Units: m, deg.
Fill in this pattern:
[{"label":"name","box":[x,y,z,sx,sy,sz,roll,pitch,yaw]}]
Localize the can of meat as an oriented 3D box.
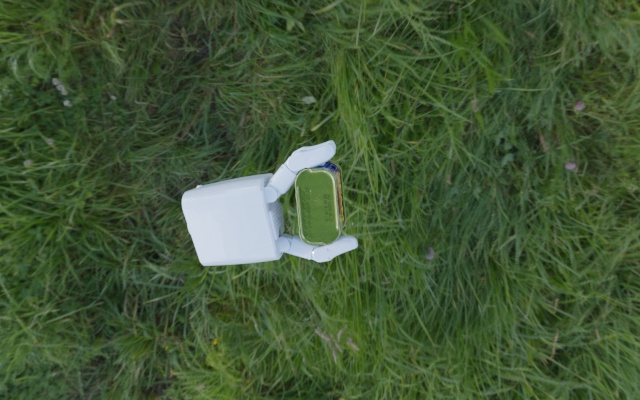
[{"label":"can of meat","box":[0.000,0.002,0.617,0.057,0.102,0.084,-4,9,7]}]
